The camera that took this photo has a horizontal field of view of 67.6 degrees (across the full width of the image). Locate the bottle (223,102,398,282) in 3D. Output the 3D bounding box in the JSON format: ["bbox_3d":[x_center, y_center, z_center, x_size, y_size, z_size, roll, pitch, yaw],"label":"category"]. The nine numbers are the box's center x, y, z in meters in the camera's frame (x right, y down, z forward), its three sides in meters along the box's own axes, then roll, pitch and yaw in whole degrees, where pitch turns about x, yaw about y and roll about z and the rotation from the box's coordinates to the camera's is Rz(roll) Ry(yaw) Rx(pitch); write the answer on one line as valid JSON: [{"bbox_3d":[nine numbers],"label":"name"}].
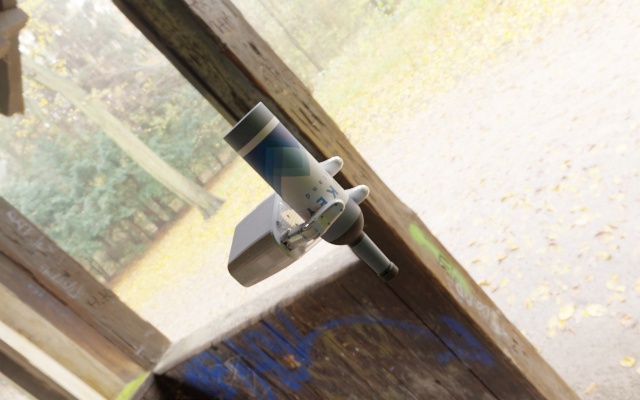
[{"bbox_3d":[0.000,0.002,0.634,0.296,0.069,0.069,46,-15,-14],"label":"bottle"}]
